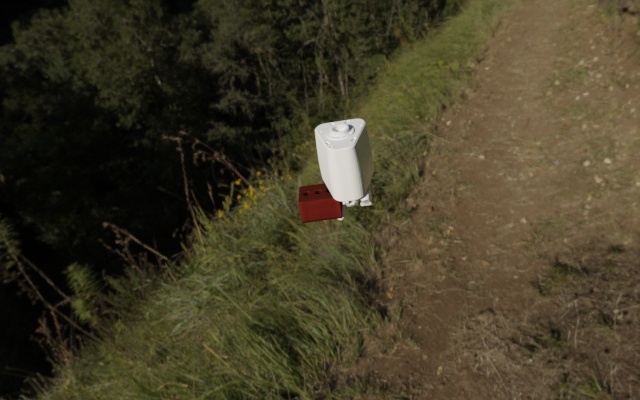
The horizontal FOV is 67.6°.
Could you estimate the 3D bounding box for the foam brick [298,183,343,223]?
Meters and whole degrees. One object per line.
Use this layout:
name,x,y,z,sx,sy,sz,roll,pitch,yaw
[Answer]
foam brick,0.000,0.003,0.898,0.078,0.051,0.053,-8,37,6
